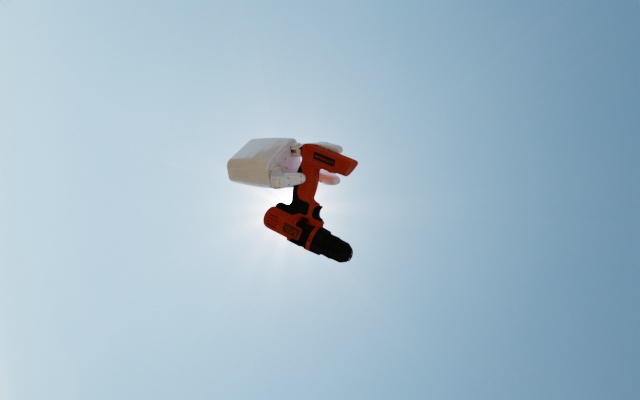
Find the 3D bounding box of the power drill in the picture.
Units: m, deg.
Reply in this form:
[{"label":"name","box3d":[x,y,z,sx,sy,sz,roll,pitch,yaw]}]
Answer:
[{"label":"power drill","box3d":[0.000,0.002,0.870,0.184,0.188,0.057,24,11,15]}]
